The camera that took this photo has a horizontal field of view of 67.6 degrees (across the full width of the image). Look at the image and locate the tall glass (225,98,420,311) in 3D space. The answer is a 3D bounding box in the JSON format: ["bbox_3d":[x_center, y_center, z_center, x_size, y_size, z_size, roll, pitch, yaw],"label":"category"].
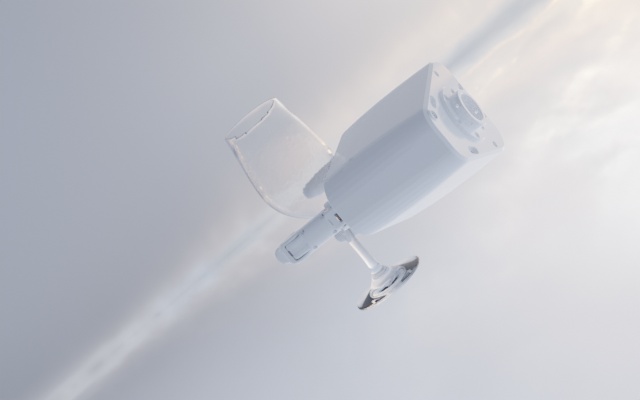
[{"bbox_3d":[0.000,0.002,0.443,0.079,0.201,0.079,-40,2,2],"label":"tall glass"}]
